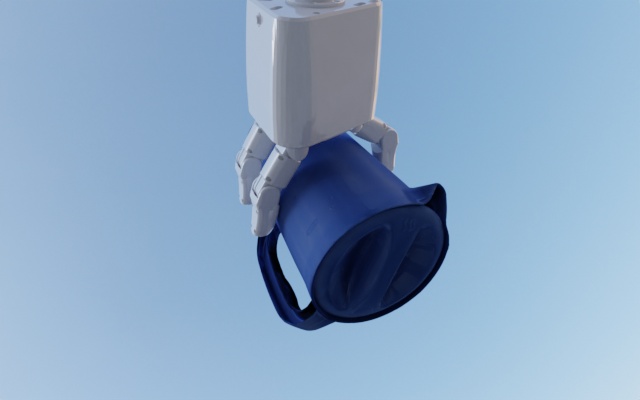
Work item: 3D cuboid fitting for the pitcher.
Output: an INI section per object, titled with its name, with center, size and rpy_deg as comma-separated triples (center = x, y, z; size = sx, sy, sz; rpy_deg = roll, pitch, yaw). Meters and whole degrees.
[pitcher]
center = 0.000, 0.001, 0.487
size = 0.149, 0.145, 0.242
rpy_deg = -14, 39, -20
